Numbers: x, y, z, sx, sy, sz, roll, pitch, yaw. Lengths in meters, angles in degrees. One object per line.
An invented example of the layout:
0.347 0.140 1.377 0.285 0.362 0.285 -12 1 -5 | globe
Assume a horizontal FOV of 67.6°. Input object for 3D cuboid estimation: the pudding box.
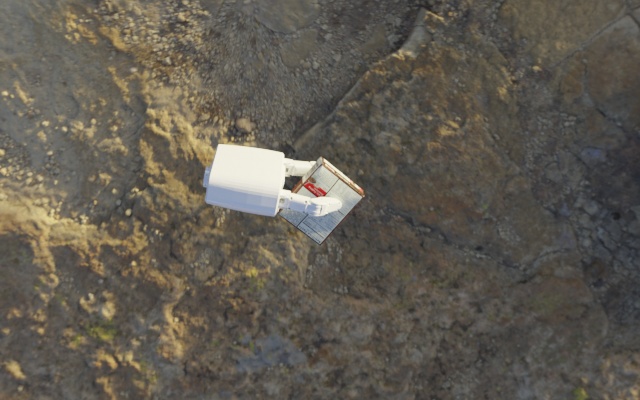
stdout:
0.000 0.003 0.759 0.090 0.113 0.039 38 16 -15 | pudding box
